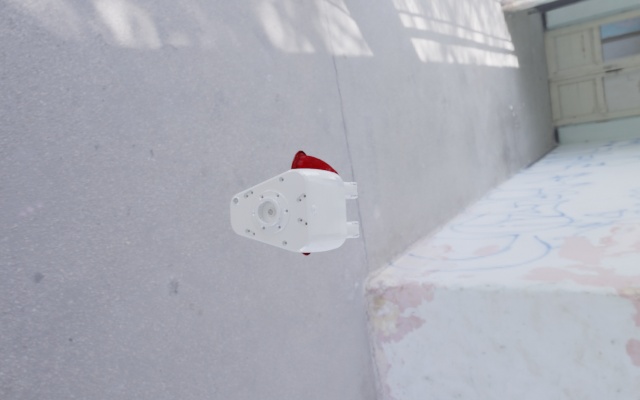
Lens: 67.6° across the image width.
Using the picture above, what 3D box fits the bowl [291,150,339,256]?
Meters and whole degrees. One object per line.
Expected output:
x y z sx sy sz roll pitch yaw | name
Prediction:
0.001 0.002 0.729 0.055 0.162 0.162 -3 -1 12 | bowl
